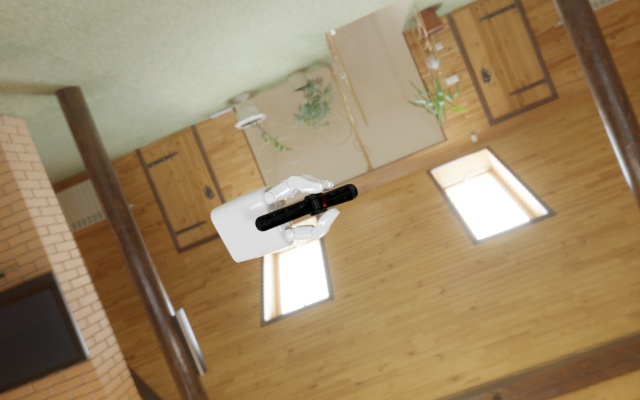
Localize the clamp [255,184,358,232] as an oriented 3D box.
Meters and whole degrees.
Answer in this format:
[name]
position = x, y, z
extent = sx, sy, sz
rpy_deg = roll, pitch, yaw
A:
[clamp]
position = 0.000, 0.003, 0.797
extent = 0.164, 0.036, 0.210
rpy_deg = -19, 1, 17
